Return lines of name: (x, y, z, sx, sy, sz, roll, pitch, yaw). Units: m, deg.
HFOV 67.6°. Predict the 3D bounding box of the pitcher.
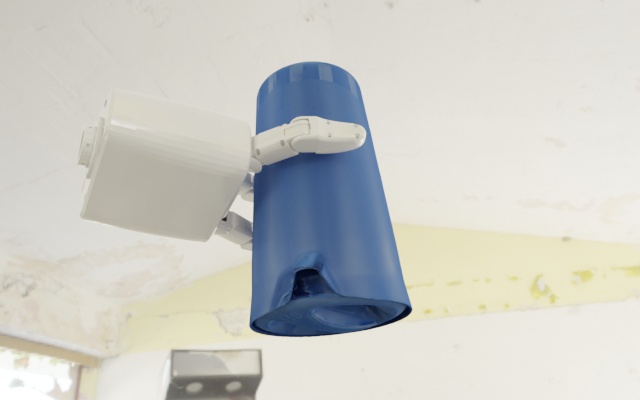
pitcher: (0.000, 0.001, 0.450, 0.145, 0.242, 0.149, 11, -31, -30)
